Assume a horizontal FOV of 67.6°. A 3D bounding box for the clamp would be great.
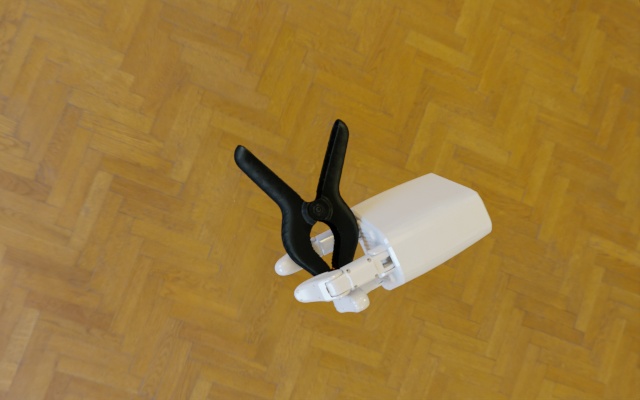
[{"bbox_3d":[0.000,0.002,0.483,0.120,0.171,0.039,-26,5,-10],"label":"clamp"}]
